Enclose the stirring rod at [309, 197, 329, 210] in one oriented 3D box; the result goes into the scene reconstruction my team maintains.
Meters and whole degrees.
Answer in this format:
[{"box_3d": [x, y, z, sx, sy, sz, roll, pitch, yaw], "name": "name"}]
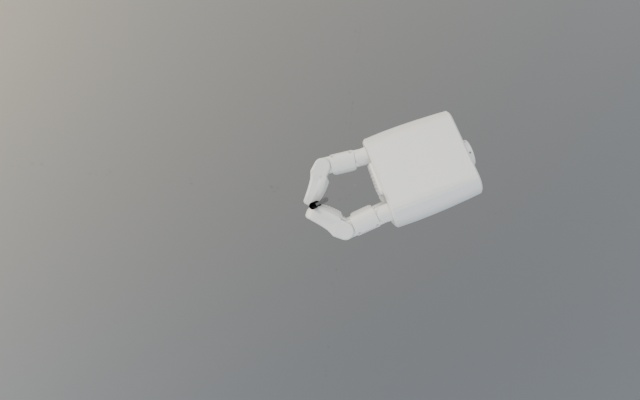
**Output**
[{"box_3d": [0.000, 0.002, 0.639, 0.011, 0.011, 0.239, 0, 2, 4], "name": "stirring rod"}]
